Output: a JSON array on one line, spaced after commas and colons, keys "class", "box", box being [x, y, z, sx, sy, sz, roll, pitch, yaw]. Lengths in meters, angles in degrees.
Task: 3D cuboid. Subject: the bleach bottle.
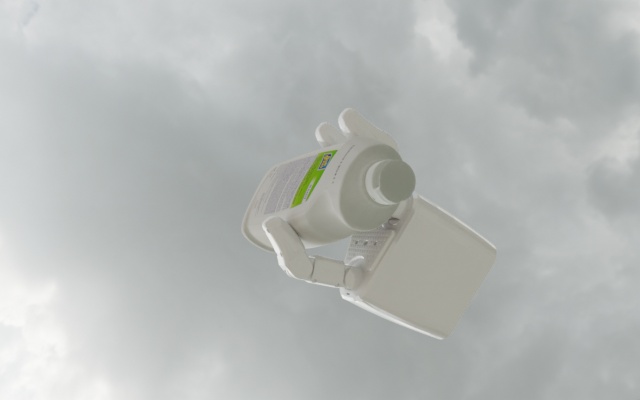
[{"class": "bleach bottle", "box": [0.000, 0.001, 0.430, 0.068, 0.102, 0.251, 28, -13, -19]}]
